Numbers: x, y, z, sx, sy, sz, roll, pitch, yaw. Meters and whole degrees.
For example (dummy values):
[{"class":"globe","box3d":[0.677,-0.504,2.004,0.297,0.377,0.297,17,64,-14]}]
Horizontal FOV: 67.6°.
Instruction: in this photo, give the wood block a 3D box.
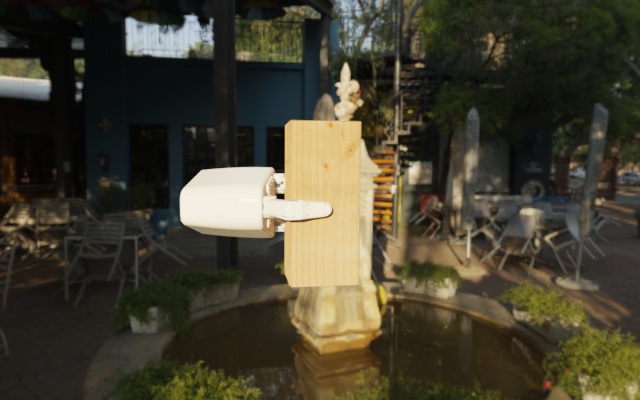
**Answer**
[{"class":"wood block","box3d":[0.000,0.002,0.631,0.090,0.206,0.091,0,5,-9]}]
